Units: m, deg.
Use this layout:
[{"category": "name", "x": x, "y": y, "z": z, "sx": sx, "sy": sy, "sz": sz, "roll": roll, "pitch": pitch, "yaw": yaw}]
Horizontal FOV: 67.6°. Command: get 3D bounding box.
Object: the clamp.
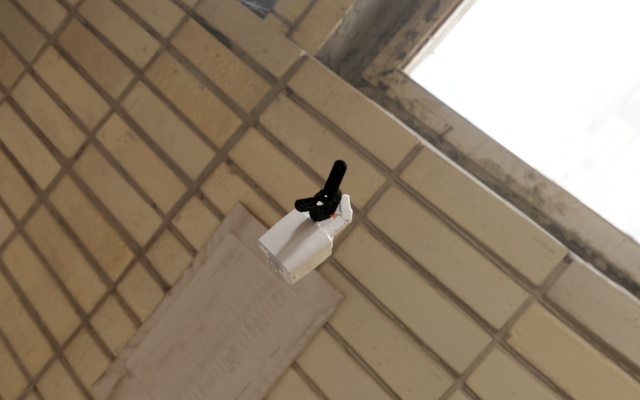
[{"category": "clamp", "x": 0.000, "y": 0.003, "z": 0.893, "sx": 0.120, "sy": 0.039, "sz": 0.172, "roll": -36, "pitch": -23, "yaw": -17}]
